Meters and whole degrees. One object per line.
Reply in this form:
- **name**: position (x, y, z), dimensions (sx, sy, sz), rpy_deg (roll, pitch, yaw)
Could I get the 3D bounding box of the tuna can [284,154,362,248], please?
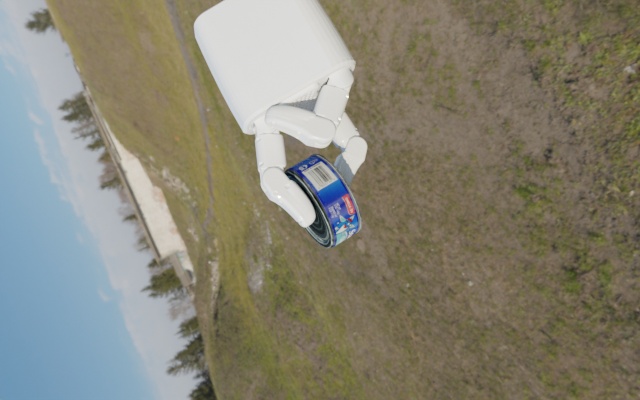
- **tuna can**: position (0.000, 0.002, 0.449), dimensions (0.033, 0.086, 0.086), rpy_deg (-31, 10, -18)
